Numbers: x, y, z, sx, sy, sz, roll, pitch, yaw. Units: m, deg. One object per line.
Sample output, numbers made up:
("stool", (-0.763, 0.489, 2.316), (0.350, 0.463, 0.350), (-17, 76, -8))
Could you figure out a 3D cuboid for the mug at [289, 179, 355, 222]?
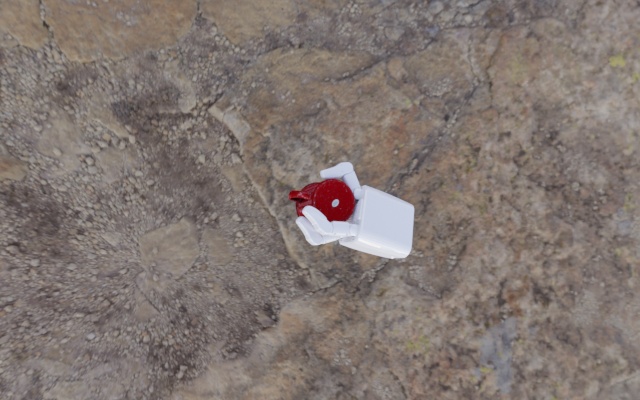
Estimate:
("mug", (-0.001, 0.002, 0.858), (0.117, 0.093, 0.081), (19, -13, -17))
